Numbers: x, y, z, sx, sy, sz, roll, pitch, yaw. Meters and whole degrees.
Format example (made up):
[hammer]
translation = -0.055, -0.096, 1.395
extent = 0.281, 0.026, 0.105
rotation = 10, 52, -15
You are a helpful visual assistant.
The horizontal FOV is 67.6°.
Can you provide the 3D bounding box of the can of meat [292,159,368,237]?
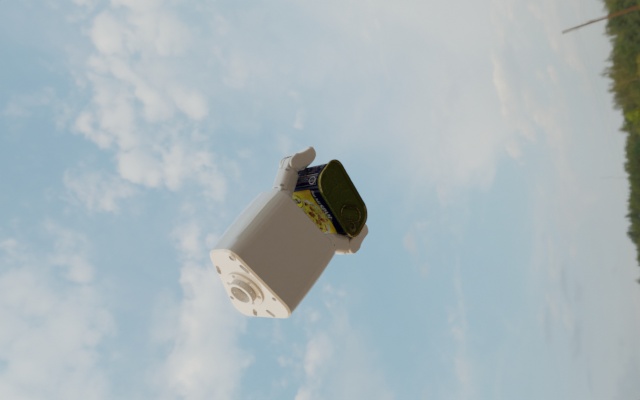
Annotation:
[can of meat]
translation = 0.000, 0.002, 0.629
extent = 0.084, 0.102, 0.057
rotation = -8, 35, 40
